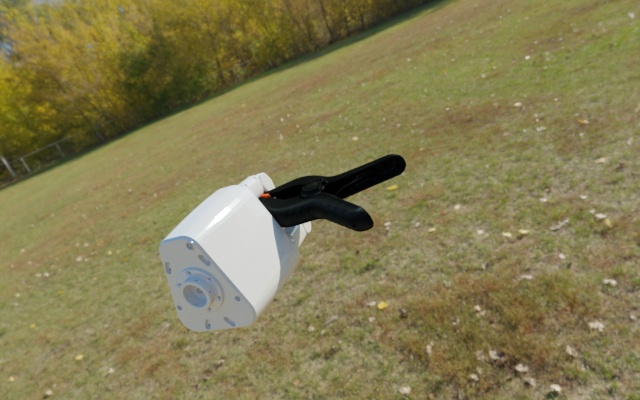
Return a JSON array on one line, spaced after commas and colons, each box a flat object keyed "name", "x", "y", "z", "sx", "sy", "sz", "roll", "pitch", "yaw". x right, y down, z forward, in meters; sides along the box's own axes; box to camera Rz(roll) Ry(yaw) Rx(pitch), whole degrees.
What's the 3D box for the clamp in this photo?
[{"name": "clamp", "x": 0.000, "y": 0.001, "z": 0.501, "sx": 0.171, "sy": 0.039, "sz": 0.120, "roll": -14, "pitch": 20, "yaw": 26}]
